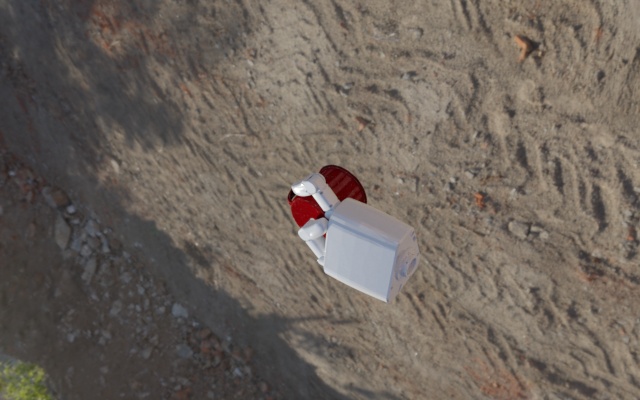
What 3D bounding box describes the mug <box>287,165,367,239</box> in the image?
[{"bbox_3d":[-0.001,0.002,0.726,0.117,0.093,0.081,22,49,31],"label":"mug"}]
